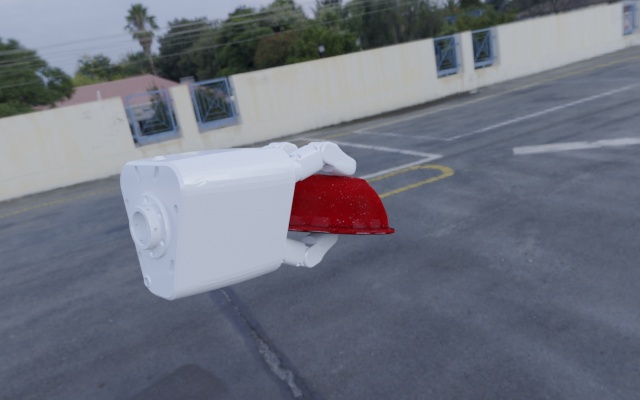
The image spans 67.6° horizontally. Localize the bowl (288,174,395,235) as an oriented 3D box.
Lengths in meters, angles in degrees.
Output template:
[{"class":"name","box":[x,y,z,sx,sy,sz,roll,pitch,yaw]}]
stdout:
[{"class":"bowl","box":[0.001,0.001,0.508,0.162,0.055,0.162,4,0,0]}]
